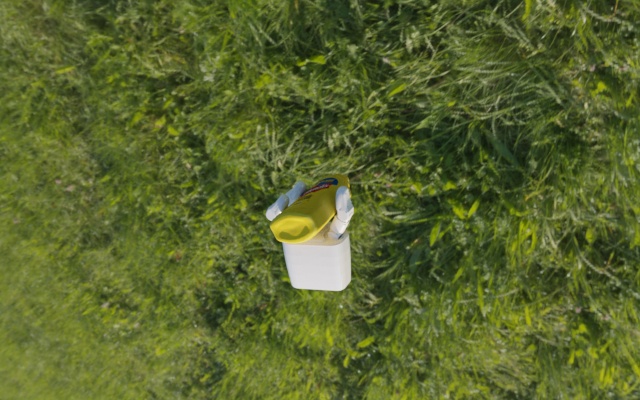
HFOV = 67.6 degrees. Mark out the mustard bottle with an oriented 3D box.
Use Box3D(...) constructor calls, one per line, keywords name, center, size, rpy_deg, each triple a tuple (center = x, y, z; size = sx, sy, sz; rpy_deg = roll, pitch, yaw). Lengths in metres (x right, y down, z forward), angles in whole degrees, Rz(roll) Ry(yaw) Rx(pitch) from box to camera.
Box3D(name="mustard bottle", center=(0.000, 0.003, 0.836), size=(0.096, 0.058, 0.191), rpy_deg=(-17, 17, 39))
